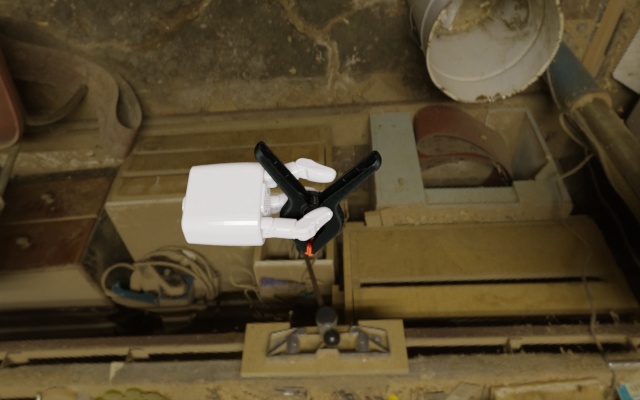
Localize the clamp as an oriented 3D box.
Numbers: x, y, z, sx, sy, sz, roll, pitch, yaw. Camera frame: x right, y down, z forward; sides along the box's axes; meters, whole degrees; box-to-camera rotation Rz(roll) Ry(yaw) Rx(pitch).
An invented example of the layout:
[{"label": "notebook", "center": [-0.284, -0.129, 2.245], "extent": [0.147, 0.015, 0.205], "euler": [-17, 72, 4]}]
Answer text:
[{"label": "clamp", "center": [0.000, 0.003, 0.676], "extent": [0.164, 0.210, 0.036], "euler": [0, 45, 3]}]
